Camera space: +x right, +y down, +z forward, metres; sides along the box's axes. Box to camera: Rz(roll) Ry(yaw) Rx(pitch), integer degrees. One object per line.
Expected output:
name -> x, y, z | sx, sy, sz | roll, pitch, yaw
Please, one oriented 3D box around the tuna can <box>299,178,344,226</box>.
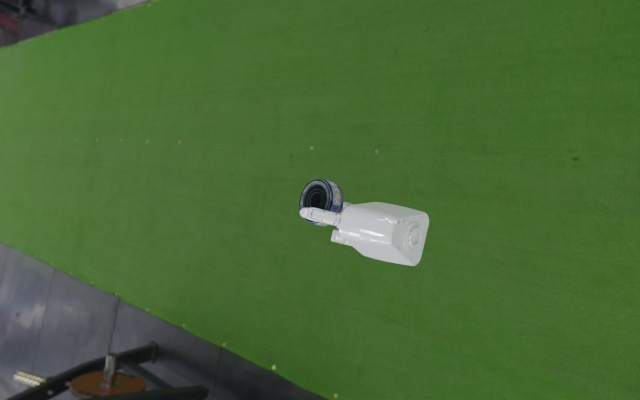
tuna can -> 0.000, 0.003, 0.879 | 0.086, 0.086, 0.034 | 0, -10, 45
